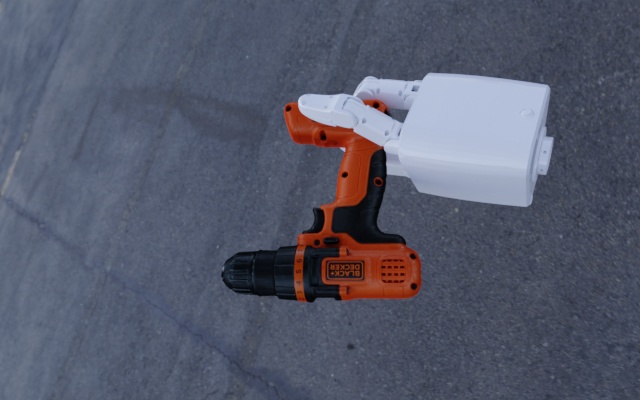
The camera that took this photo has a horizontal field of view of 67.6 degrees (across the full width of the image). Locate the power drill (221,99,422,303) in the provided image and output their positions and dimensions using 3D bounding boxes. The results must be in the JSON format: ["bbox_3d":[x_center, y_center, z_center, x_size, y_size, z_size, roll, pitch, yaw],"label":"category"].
[{"bbox_3d":[0.000,0.001,0.454,0.184,0.187,0.057,-1,-12,7],"label":"power drill"}]
